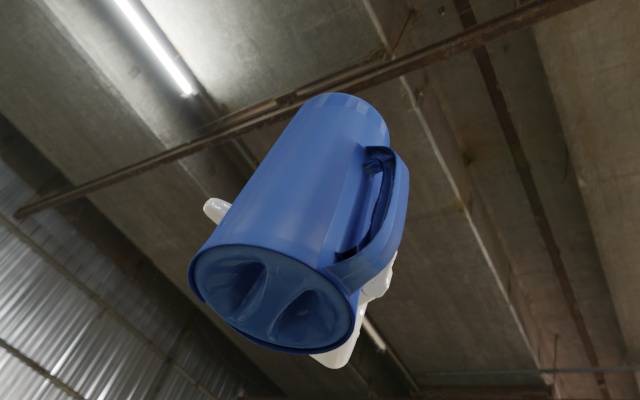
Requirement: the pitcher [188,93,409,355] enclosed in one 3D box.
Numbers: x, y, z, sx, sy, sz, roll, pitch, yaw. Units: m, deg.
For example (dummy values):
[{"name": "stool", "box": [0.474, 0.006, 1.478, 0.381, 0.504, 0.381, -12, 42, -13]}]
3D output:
[{"name": "pitcher", "box": [0.000, 0.002, 0.435, 0.149, 0.145, 0.242, 14, 45, 8]}]
